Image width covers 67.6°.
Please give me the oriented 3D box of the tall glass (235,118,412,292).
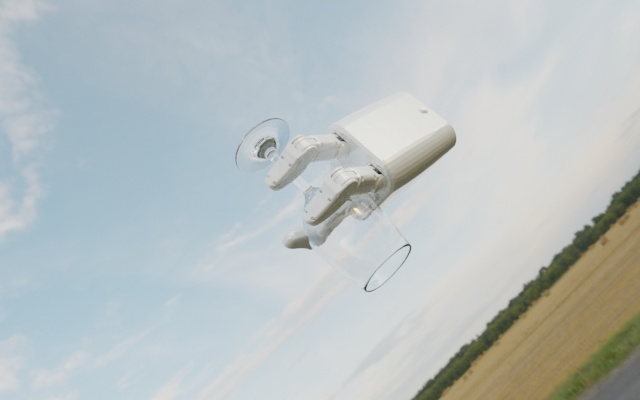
[{"bbox_3d":[0.000,0.001,0.492,0.201,0.079,0.079,45,23,25],"label":"tall glass"}]
